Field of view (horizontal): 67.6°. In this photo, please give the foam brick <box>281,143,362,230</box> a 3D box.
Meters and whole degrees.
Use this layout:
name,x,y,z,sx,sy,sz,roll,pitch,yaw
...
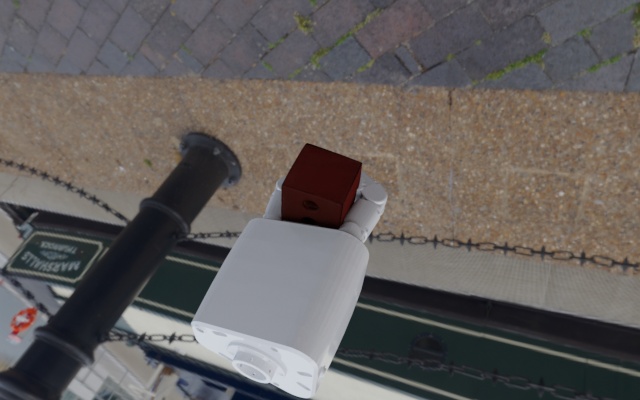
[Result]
name,x,y,z,sx,sy,sz,roll,pitch,yaw
foam brick,0.000,0.001,0.411,0.053,0.051,0.078,19,-38,12
